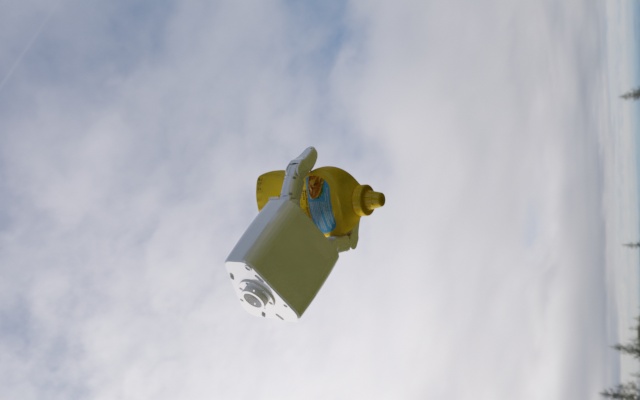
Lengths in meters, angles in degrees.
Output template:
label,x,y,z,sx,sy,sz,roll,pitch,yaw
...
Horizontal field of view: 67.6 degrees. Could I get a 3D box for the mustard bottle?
label,x,y,z,sx,sy,sz,roll,pitch,yaw
mustard bottle,0.000,0.002,0.653,0.191,0.096,0.058,-2,13,36
